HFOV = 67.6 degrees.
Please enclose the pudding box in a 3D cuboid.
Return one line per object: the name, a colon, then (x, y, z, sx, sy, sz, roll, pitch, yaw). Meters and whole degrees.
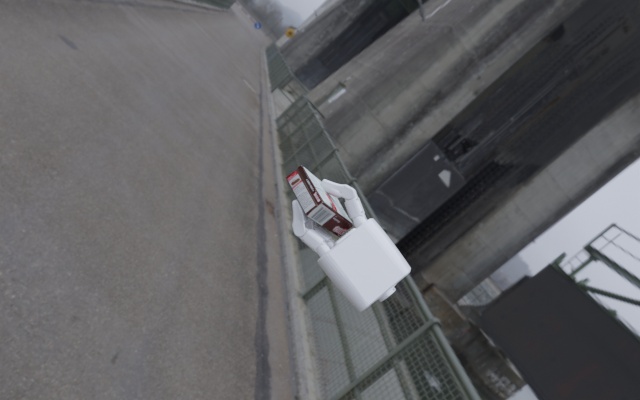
pudding box: (0.000, 0.003, 0.797, 0.039, 0.090, 0.113, -38, -36, 10)
